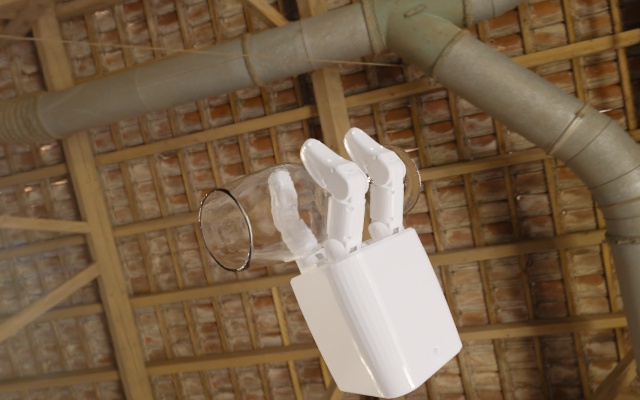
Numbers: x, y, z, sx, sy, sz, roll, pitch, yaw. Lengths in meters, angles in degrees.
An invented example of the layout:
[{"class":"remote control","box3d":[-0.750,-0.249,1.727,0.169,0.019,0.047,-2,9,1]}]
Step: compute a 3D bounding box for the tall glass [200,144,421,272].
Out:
[{"class":"tall glass","box3d":[0.000,0.001,0.407,0.079,0.079,0.201,0,12,45]}]
